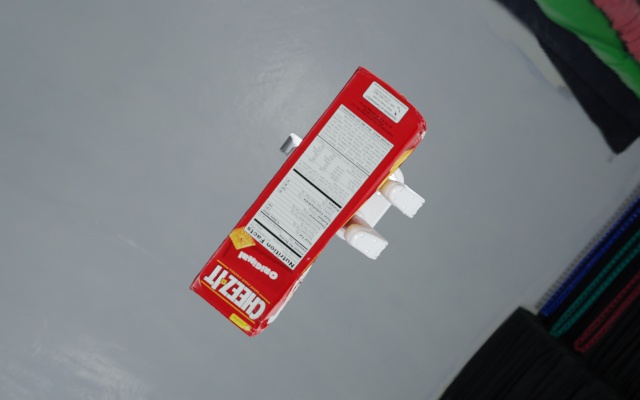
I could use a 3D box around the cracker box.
[{"bbox_3d":[0.000,0.001,0.428,0.072,0.214,0.164,39,7,5],"label":"cracker box"}]
